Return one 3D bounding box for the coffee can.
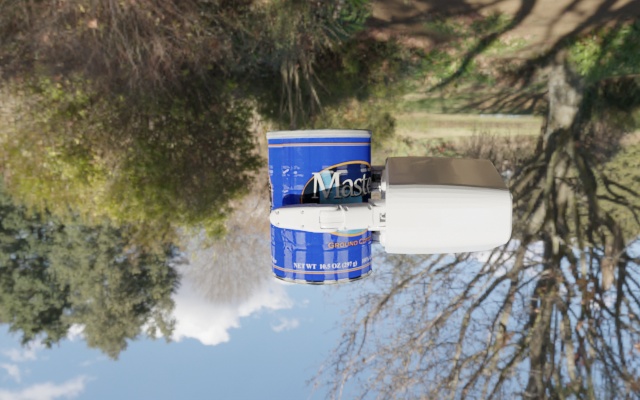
[{"bbox_3d":[0.000,0.001,0.474,0.103,0.140,0.103,-1,7,0],"label":"coffee can"}]
